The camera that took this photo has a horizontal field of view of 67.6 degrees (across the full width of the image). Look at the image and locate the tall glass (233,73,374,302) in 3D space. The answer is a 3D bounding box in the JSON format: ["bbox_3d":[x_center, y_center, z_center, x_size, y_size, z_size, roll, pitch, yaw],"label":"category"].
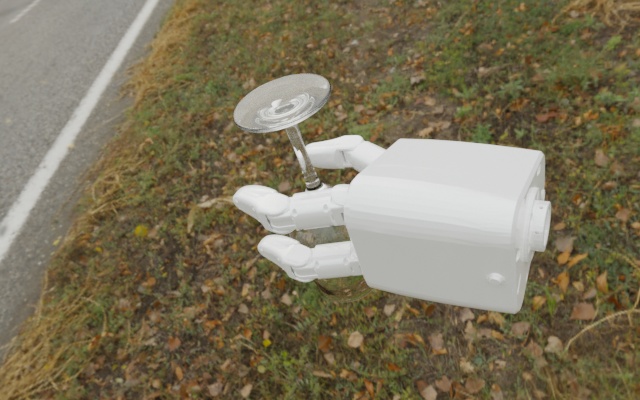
[{"bbox_3d":[0.000,0.001,0.402,0.079,0.201,0.079,-12,39,10],"label":"tall glass"}]
